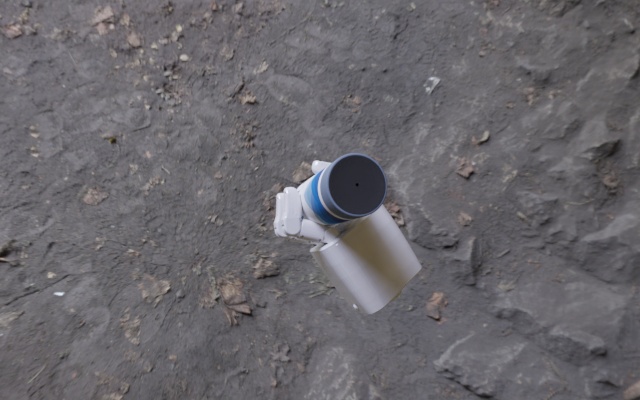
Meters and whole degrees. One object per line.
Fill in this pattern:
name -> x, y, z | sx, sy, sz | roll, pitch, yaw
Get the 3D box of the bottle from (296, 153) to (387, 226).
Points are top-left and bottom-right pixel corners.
bottle -> 0.000, 0.002, 0.627 | 0.069, 0.069, 0.296 | 0, -7, -15
